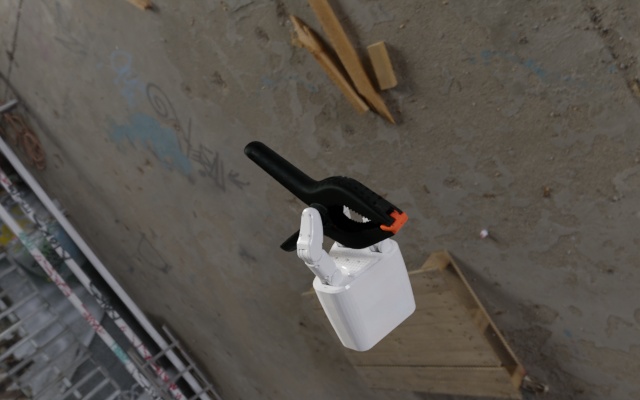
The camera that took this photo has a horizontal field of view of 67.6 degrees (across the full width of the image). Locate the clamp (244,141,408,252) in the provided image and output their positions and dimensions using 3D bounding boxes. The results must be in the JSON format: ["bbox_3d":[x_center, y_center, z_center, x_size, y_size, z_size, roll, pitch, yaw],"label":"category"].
[{"bbox_3d":[0.000,0.003,0.560,0.210,0.165,0.036,3,36,42],"label":"clamp"}]
